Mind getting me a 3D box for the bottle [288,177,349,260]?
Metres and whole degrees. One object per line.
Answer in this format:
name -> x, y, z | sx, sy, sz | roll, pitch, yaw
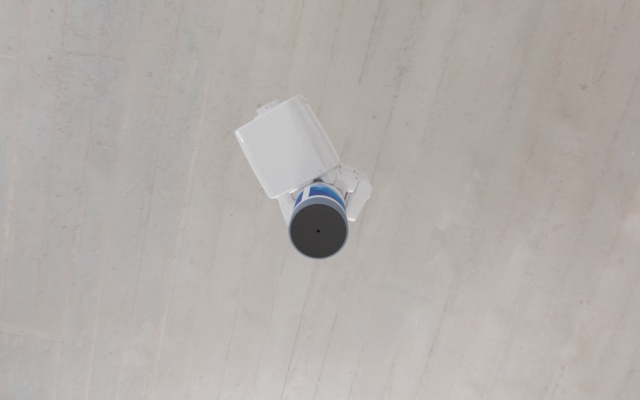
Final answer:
bottle -> 0.000, 0.002, 0.665 | 0.069, 0.069, 0.295 | 0, 12, 1
